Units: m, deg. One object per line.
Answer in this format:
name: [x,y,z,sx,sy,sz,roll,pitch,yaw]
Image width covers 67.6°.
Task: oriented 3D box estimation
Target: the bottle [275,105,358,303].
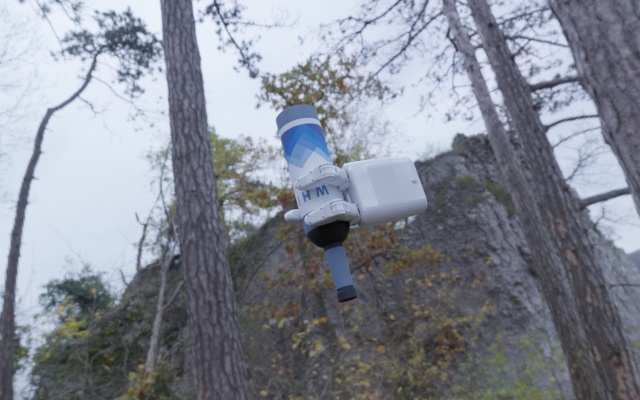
bottle: [0.000,0.002,0.702,0.069,0.295,0.069,-14,-18,-5]
